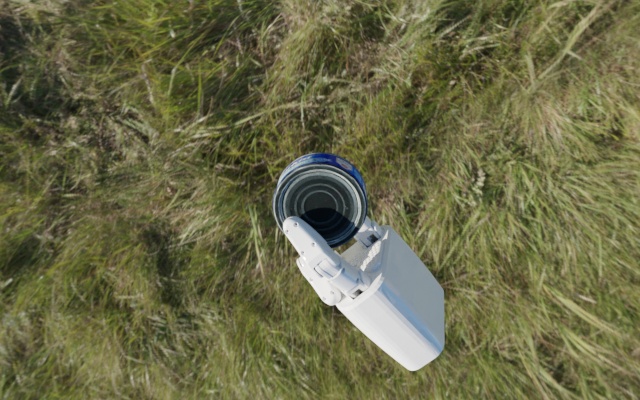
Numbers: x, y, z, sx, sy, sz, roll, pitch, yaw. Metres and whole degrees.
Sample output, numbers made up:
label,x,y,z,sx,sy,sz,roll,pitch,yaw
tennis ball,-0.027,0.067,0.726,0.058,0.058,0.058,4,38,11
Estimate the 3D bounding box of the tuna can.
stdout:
label,x,y,z,sx,sy,sz,roll,pitch,yaw
tuna can,0.000,0.002,0.436,0.086,0.086,0.033,0,22,3
